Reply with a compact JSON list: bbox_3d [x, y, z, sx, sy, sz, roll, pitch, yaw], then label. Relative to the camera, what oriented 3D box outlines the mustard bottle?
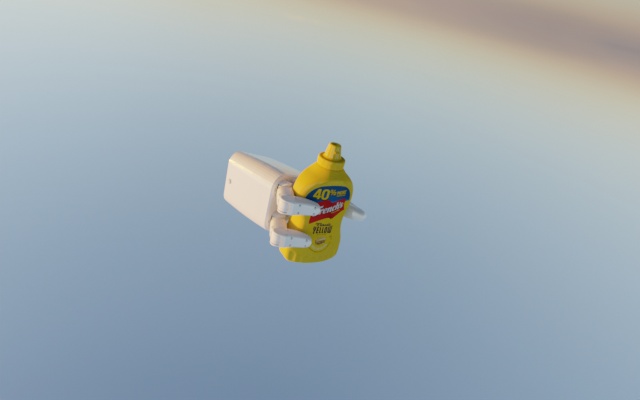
[{"bbox_3d":[0.000,0.003,0.729,0.096,0.192,0.058,-1,29,-29],"label":"mustard bottle"}]
